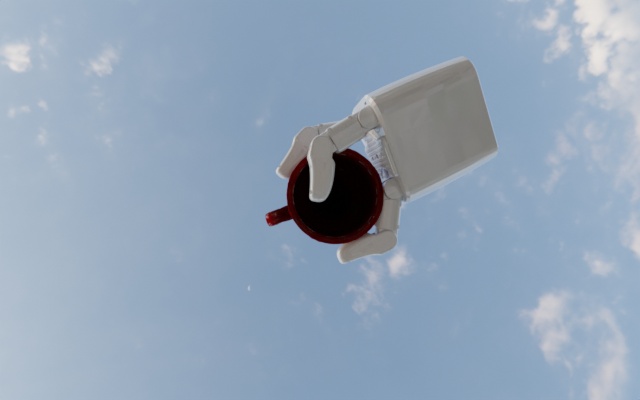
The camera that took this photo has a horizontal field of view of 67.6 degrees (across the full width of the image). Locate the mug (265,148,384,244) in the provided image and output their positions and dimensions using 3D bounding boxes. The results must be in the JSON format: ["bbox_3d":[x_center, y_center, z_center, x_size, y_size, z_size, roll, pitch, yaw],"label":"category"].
[{"bbox_3d":[-0.001,0.002,0.490,0.117,0.093,0.081,-23,-1,-5],"label":"mug"}]
